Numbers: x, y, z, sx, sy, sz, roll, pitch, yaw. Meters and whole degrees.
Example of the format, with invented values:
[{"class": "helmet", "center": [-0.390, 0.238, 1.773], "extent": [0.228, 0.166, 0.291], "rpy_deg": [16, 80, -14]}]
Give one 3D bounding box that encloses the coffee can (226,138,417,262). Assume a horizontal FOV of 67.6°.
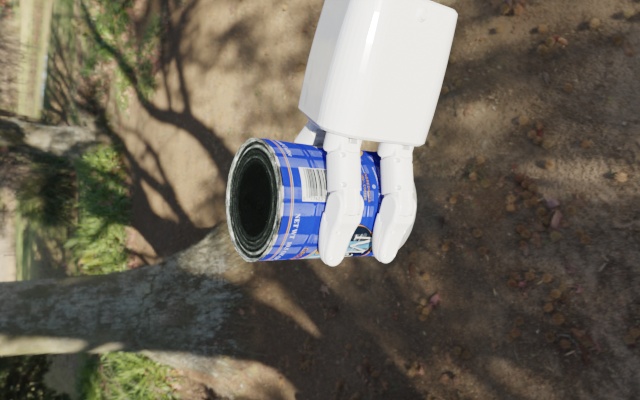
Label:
[{"class": "coffee can", "center": [0.000, 0.002, 0.430], "extent": [0.140, 0.103, 0.103], "rpy_deg": [2, -1, -34]}]
